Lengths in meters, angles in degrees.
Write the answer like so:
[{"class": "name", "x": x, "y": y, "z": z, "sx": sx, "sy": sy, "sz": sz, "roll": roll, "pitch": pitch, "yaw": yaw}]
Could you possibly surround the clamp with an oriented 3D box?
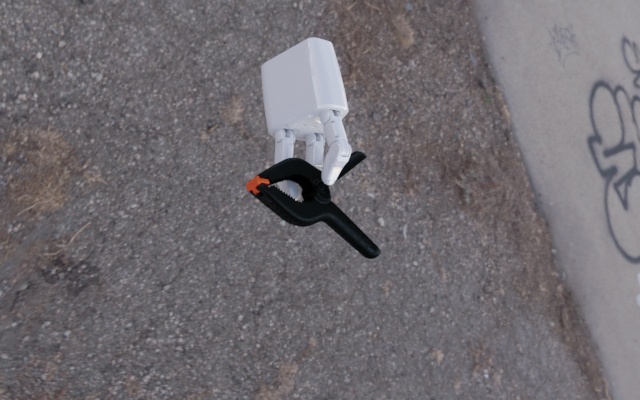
[{"class": "clamp", "x": 0.000, "y": 0.002, "z": 0.643, "sx": 0.210, "sy": 0.164, "sz": 0.036, "roll": 2, "pitch": -21, "yaw": -40}]
